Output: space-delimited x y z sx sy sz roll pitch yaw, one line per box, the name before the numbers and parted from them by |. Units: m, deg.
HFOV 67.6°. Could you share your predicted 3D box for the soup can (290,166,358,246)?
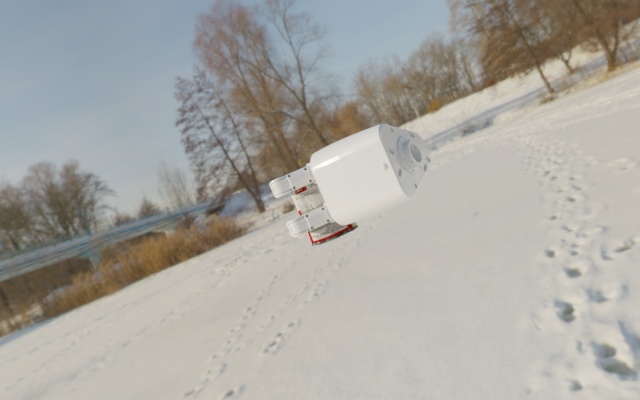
soup can | 0.000 0.002 0.647 0.068 0.102 0.068 -23 2 1
